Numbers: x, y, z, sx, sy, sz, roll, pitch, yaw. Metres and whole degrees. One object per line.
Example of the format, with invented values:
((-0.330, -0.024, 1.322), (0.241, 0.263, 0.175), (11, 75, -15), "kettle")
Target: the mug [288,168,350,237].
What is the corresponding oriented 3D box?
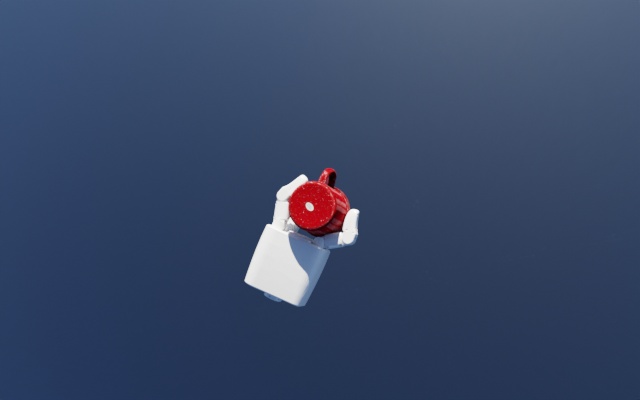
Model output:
((0.001, 0.001, 0.795), (0.093, 0.117, 0.081), (21, -2, 17), "mug")
